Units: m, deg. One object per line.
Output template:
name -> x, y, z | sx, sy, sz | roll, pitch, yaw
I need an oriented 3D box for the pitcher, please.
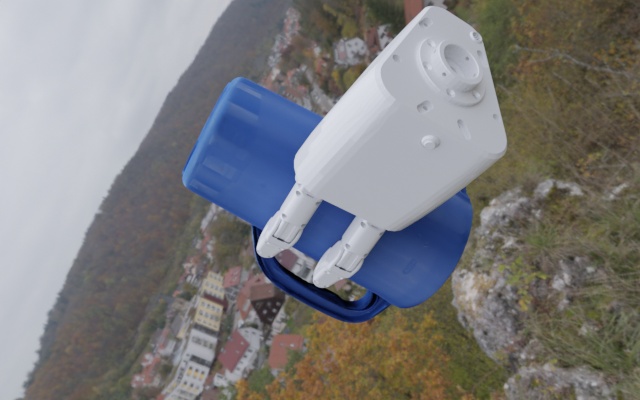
pitcher -> 0.000, 0.001, 0.441 | 0.243, 0.149, 0.145 | 27, -33, -14
